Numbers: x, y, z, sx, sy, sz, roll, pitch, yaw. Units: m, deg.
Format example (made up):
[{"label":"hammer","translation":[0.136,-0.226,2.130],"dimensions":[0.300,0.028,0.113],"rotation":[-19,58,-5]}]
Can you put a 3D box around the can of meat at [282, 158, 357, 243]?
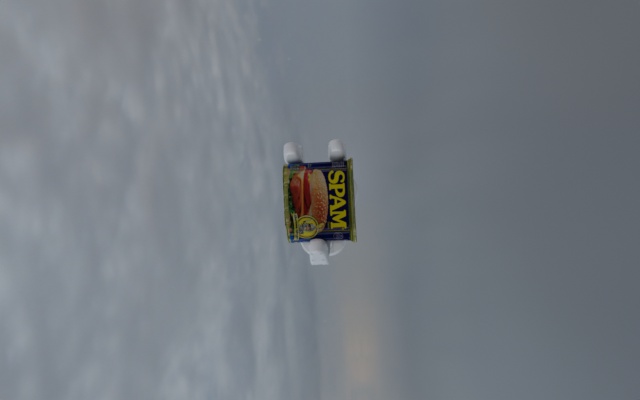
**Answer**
[{"label":"can of meat","translation":[0.000,0.002,0.582],"dimensions":[0.084,0.102,0.057],"rotation":[-3,-3,5]}]
